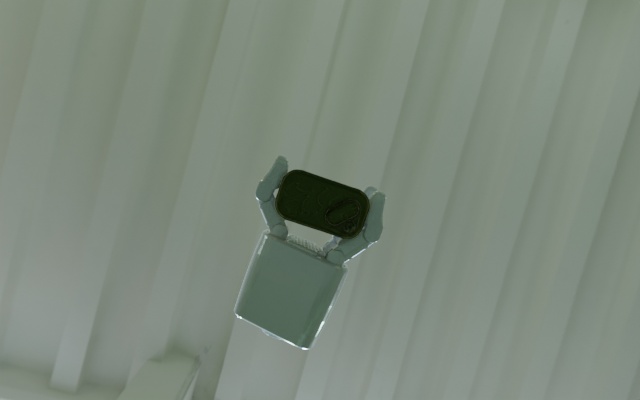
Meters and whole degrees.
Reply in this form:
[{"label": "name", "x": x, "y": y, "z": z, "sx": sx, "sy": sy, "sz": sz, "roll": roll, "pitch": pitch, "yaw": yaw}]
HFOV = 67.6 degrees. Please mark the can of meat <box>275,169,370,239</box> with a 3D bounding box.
[{"label": "can of meat", "x": 0.000, "y": 0.002, "z": 0.562, "sx": 0.102, "sy": 0.057, "sz": 0.084, "roll": 18, "pitch": 3, "yaw": -4}]
